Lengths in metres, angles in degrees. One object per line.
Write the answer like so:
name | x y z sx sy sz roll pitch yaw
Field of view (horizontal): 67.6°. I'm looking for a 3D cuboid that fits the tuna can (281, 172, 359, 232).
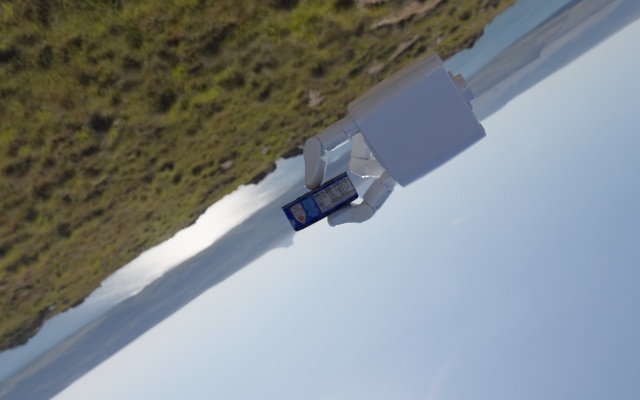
tuna can | 0.000 0.002 0.546 0.086 0.034 0.086 -29 1 0
